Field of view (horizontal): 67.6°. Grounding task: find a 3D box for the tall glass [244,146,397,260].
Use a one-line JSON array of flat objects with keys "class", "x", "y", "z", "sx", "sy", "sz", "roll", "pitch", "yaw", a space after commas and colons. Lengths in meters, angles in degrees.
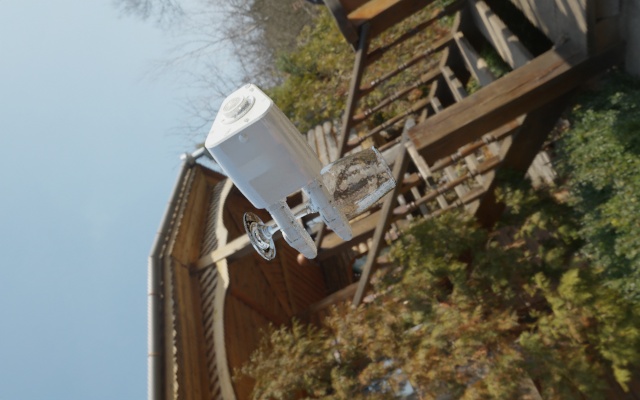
[{"class": "tall glass", "x": 0.000, "y": 0.002, "z": 0.641, "sx": 0.201, "sy": 0.079, "sz": 0.079, "roll": -29, "pitch": -7, "yaw": 12}]
